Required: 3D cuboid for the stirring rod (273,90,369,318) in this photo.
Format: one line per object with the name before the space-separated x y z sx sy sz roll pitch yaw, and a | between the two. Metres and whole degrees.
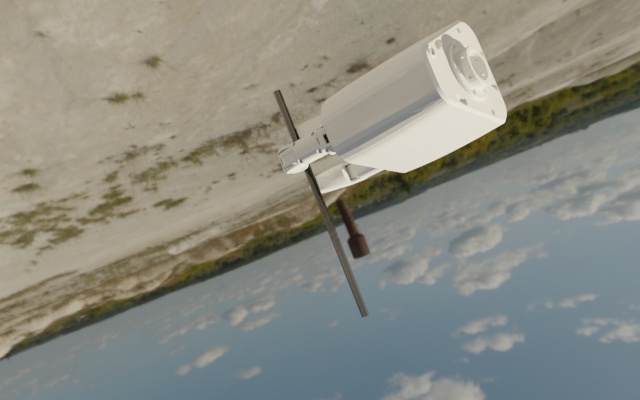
stirring rod | 0.000 0.001 0.475 0.011 0.239 0.011 -22 -3 -1
